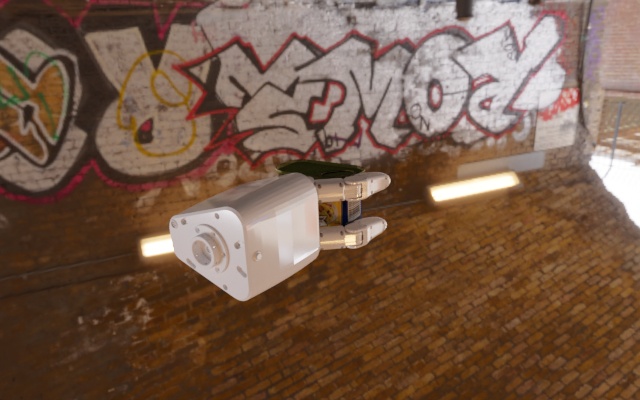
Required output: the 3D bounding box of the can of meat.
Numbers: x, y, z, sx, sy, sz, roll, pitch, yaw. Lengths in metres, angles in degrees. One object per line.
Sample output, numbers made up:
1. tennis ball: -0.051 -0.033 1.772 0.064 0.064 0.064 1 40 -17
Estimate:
1. can of meat: 0.000 0.002 0.559 0.102 0.084 0.057 9 22 29
